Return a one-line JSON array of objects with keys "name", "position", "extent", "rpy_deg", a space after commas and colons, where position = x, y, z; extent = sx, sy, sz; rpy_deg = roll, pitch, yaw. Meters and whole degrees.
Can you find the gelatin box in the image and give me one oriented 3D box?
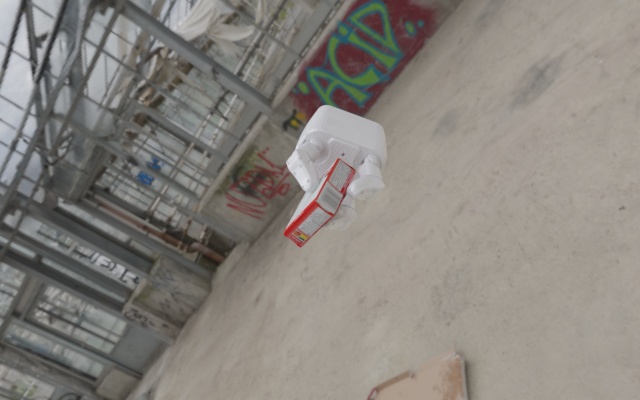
[{"name": "gelatin box", "position": [0.000, 0.002, 0.552], "extent": [0.073, 0.030, 0.089], "rpy_deg": [-45, 11, 41]}]
